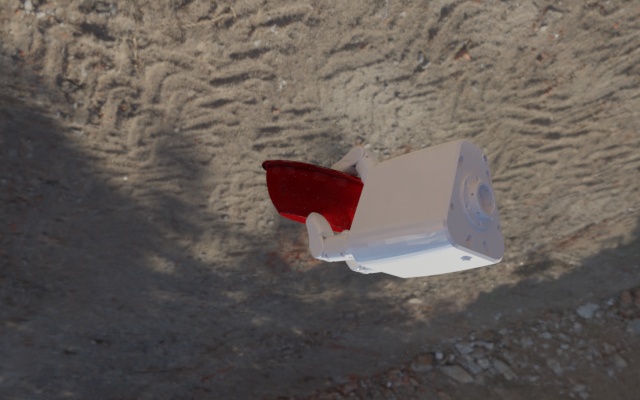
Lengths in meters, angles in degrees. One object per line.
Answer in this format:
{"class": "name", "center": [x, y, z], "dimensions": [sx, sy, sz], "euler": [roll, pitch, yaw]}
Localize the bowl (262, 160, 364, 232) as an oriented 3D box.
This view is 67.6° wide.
{"class": "bowl", "center": [-0.001, 0.002, 0.580], "dimensions": [0.162, 0.055, 0.162], "euler": [15, -7, 2]}
